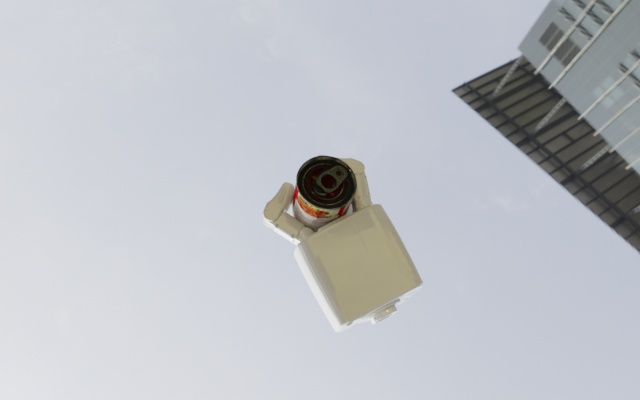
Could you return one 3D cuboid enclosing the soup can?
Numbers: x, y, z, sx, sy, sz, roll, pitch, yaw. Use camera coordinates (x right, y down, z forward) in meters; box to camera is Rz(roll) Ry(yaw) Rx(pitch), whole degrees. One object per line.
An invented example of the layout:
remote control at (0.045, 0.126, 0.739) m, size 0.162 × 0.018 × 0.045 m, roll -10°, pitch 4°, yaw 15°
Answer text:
soup can at (0.000, 0.002, 0.568) m, size 0.068 × 0.068 × 0.102 m, roll 0°, pitch -26°, yaw -9°
